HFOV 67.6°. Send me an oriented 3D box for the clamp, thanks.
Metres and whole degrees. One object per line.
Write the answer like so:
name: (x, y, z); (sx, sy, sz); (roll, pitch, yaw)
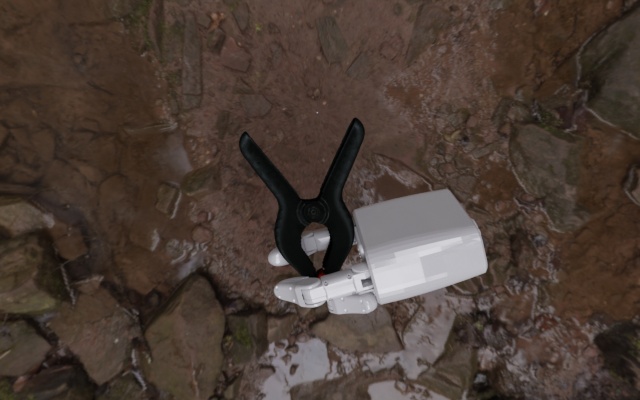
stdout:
clamp: (0.000, 0.002, 0.467); (0.120, 0.171, 0.039); (-15, 10, 3)
